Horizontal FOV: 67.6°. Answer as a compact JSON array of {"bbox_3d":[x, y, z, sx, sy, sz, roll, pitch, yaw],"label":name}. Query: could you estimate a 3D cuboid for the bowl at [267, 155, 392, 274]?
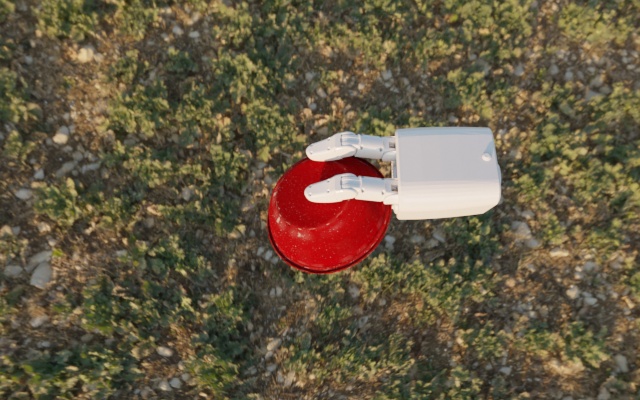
[{"bbox_3d":[-0.001,0.002,0.565,0.162,0.162,0.055,0,-25,21],"label":"bowl"}]
